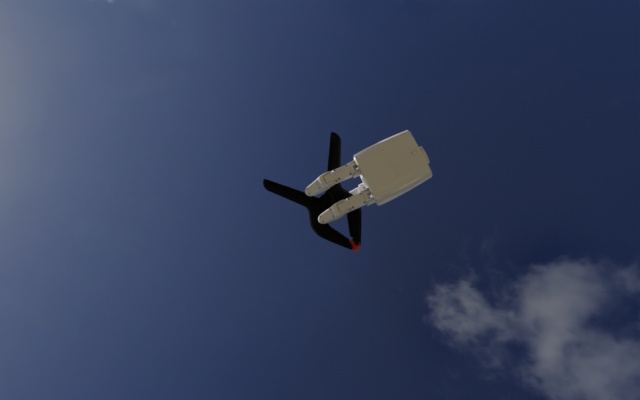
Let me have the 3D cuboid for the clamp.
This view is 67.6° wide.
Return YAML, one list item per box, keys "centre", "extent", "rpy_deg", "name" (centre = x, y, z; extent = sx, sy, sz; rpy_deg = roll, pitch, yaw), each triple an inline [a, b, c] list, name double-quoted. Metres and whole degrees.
- centre: [0.001, 0.003, 0.852]
  extent: [0.164, 0.210, 0.036]
  rpy_deg: [-27, -13, 9]
  name: "clamp"
